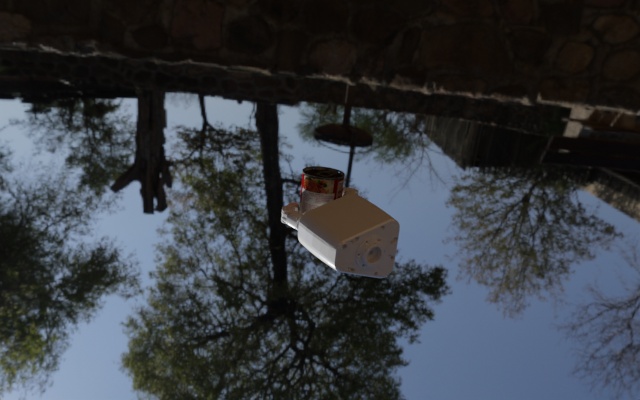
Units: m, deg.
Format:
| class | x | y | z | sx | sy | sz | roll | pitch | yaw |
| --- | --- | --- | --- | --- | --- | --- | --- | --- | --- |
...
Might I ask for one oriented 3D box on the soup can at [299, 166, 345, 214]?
| class | x | y | z | sx | sy | sz | roll | pitch | yaw |
| --- | --- | --- | --- | --- | --- | --- | --- | --- | --- |
| soup can | 0.000 | 0.003 | 0.771 | 0.068 | 0.102 | 0.068 | 5 | 18 | -2 |
